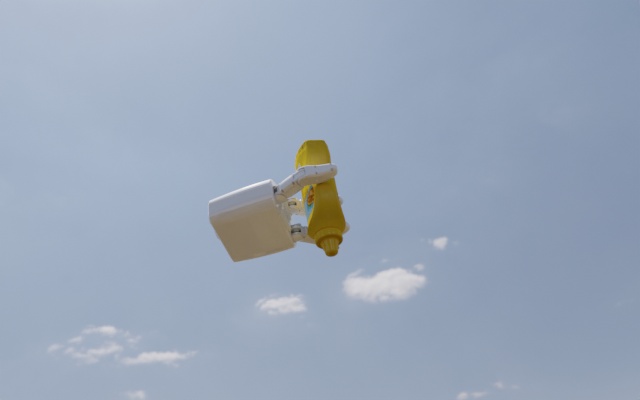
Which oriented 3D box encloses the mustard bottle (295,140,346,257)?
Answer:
[{"bbox_3d":[0.000,0.002,0.737,0.058,0.191,0.096,-1,-39,-13],"label":"mustard bottle"}]
